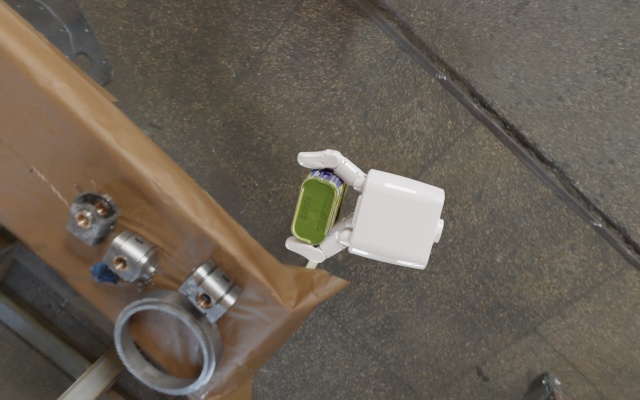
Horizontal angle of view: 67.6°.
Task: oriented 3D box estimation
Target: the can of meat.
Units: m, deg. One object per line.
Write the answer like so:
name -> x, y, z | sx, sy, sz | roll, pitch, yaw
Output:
can of meat -> 0.000, 0.002, 0.676 | 0.057, 0.102, 0.084 | 17, 22, 6
